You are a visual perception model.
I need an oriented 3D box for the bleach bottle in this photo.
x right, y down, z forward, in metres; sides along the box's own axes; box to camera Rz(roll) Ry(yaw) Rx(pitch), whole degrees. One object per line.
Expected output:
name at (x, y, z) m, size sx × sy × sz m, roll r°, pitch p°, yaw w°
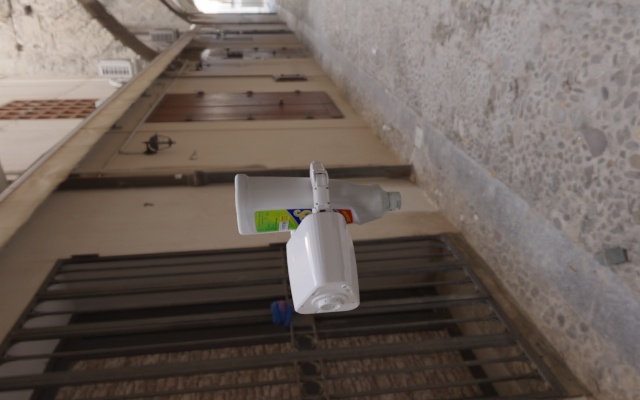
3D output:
bleach bottle at (0.000, 0.002, 0.728) m, size 0.251 × 0.068 × 0.103 m, roll -3°, pitch -32°, yaw -7°
